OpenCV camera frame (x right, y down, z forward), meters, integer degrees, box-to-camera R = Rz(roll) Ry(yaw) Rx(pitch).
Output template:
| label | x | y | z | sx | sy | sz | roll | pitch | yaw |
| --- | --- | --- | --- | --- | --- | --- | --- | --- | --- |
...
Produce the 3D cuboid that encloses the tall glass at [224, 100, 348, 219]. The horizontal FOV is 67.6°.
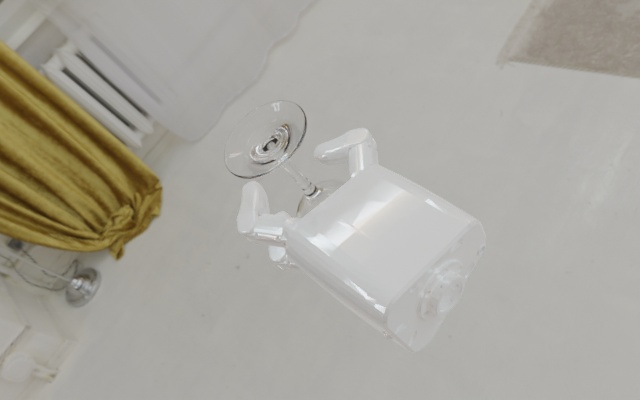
| label | x | y | z | sx | sy | sz | roll | pitch | yaw |
| --- | --- | --- | --- | --- | --- | --- | --- | --- | --- |
| tall glass | 0.000 | 0.001 | 0.442 | 0.079 | 0.079 | 0.201 | 0 | -30 | 30 |
